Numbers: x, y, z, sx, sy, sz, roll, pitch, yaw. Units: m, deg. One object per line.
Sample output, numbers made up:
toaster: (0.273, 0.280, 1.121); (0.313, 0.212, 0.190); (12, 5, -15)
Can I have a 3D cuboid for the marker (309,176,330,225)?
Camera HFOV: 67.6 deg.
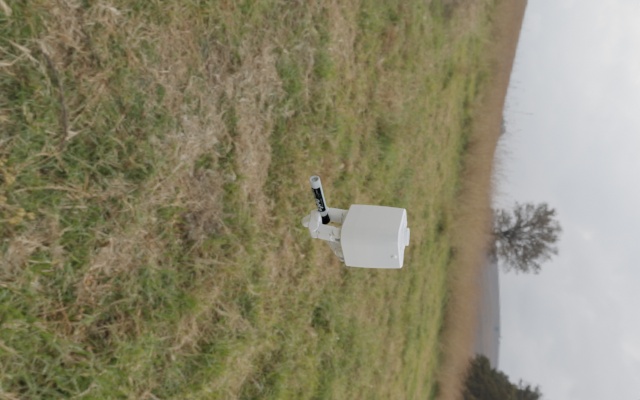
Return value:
marker: (0.000, 0.003, 0.894); (0.020, 0.020, 0.121); (0, -43, 14)
